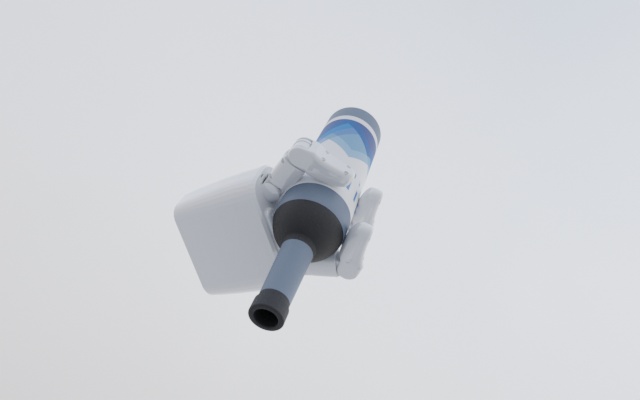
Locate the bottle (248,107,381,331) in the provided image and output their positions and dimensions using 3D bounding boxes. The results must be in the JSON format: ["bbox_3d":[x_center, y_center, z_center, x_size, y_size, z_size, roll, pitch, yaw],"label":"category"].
[{"bbox_3d":[0.000,0.001,0.453,0.069,0.069,0.295,0,34,19],"label":"bottle"}]
